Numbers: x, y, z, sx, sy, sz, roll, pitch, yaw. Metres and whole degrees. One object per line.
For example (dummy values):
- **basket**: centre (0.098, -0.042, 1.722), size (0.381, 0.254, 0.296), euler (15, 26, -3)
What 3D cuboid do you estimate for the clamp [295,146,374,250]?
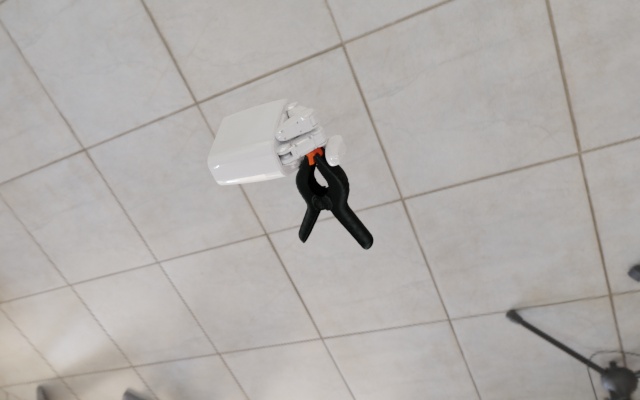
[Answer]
- **clamp**: centre (0.000, 0.002, 0.690), size (0.120, 0.171, 0.039), euler (-8, 27, 26)
